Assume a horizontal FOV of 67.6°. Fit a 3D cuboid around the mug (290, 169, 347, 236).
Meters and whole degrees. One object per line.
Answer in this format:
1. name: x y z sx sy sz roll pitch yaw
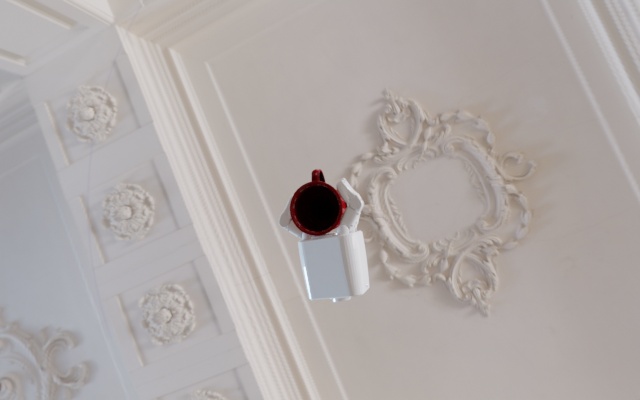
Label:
1. mug: 0.000 0.001 0.847 0.093 0.117 0.081 -9 -4 14
